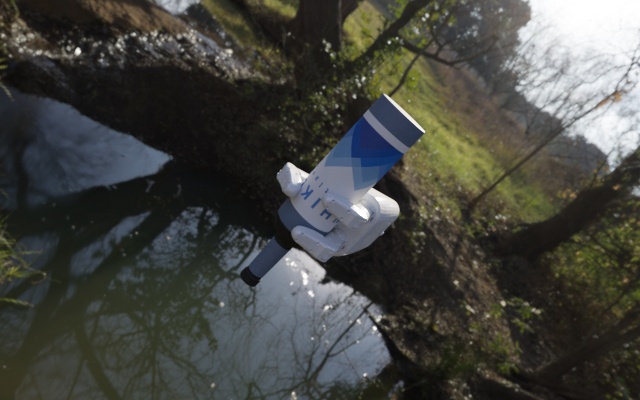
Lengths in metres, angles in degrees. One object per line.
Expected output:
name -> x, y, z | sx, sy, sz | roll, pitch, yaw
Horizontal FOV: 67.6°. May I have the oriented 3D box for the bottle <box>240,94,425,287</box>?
bottle -> 0.000, 0.002, 0.591 | 0.296, 0.069, 0.069 | -47, -17, 17
